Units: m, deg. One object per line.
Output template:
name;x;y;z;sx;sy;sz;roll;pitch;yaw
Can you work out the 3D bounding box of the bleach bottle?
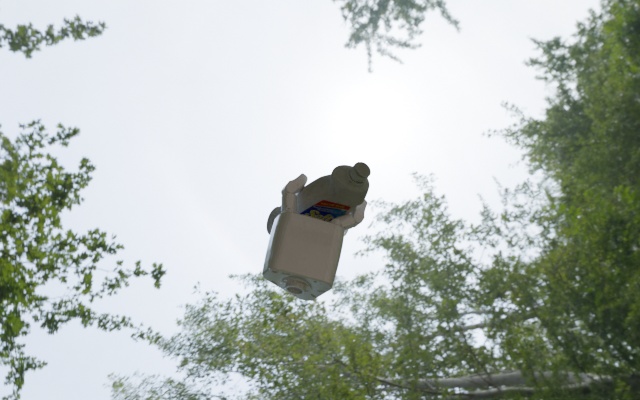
bleach bottle;0.000;0.003;0.836;0.102;0.068;0.251;25;-37;-18
